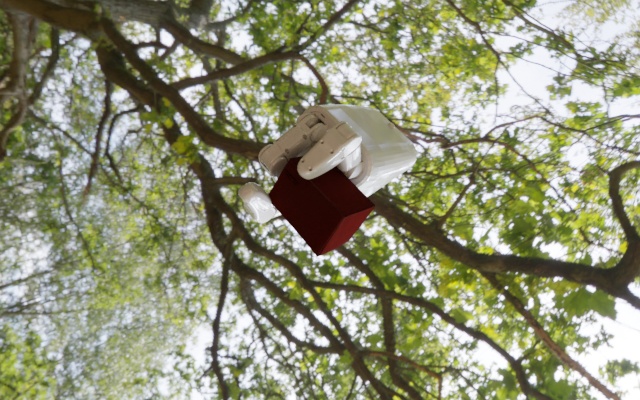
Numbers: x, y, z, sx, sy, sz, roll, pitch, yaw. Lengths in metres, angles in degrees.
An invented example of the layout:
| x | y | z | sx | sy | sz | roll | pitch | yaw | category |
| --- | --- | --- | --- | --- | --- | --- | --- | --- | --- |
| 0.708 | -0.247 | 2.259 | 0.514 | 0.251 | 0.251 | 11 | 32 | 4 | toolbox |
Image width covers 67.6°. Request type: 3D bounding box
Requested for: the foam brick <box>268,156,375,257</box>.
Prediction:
| x | y | z | sx | sy | sz | roll | pitch | yaw | category |
| --- | --- | --- | --- | --- | --- | --- | --- | --- | --- |
| 0.000 | 0.002 | 0.440 | 0.078 | 0.053 | 0.051 | 48 | 35 | 21 | foam brick |
